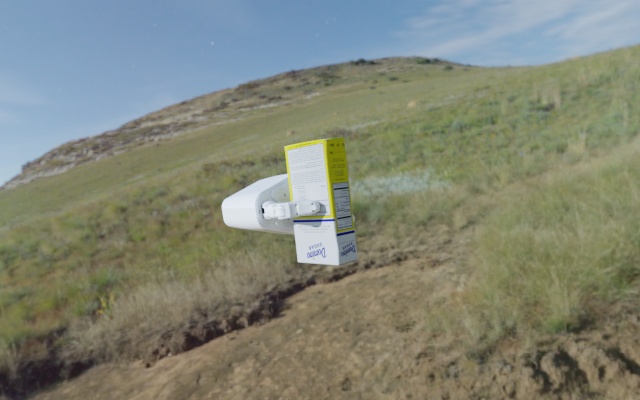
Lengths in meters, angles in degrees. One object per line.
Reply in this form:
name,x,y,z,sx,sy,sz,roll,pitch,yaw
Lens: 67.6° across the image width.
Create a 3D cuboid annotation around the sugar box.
sugar box,0.000,0.002,0.691,0.048,0.176,0.093,-12,6,-42
